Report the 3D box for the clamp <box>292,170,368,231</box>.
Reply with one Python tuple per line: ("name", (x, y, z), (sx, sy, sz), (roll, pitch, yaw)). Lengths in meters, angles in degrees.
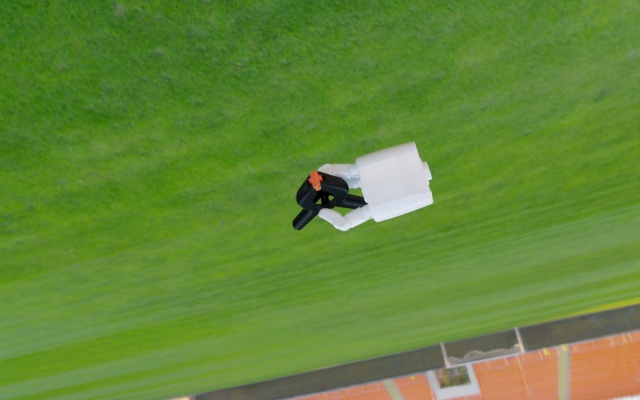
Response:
("clamp", (0.000, 0.003, 0.871), (0.164, 0.036, 0.210), (-20, -22, 11))
